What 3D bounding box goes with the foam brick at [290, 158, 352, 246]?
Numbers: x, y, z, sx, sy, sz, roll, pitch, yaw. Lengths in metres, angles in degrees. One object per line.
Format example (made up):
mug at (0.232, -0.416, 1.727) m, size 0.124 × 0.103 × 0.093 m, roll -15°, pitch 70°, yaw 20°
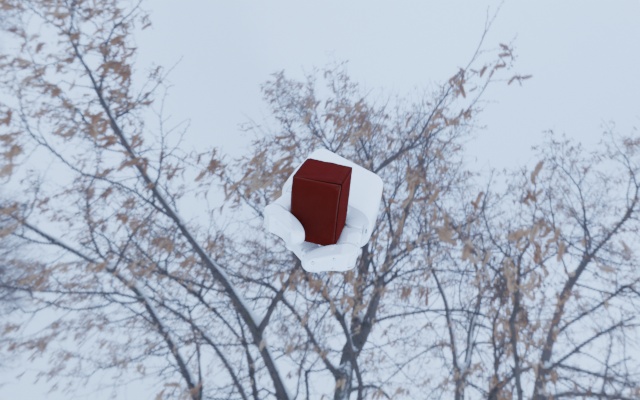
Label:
foam brick at (0.000, 0.001, 0.512) m, size 0.053 × 0.078 × 0.051 m, roll 13°, pitch 31°, yaw 12°
